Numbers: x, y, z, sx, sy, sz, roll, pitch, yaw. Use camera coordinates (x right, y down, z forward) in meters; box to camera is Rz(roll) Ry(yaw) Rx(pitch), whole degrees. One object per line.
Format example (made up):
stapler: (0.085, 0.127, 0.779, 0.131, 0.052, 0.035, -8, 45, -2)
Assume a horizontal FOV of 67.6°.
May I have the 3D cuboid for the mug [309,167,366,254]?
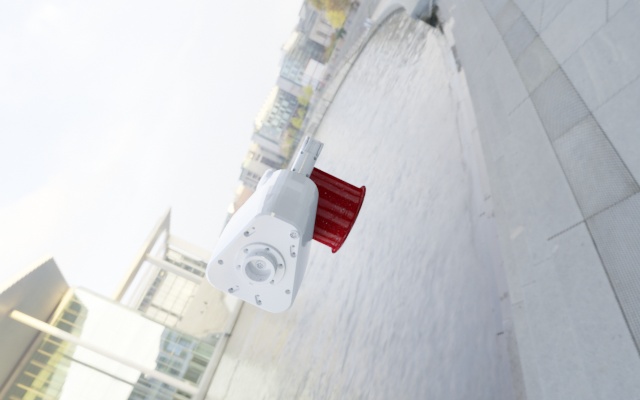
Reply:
mug: (0.000, 0.001, 0.597, 0.081, 0.093, 0.117, 25, 23, -5)
